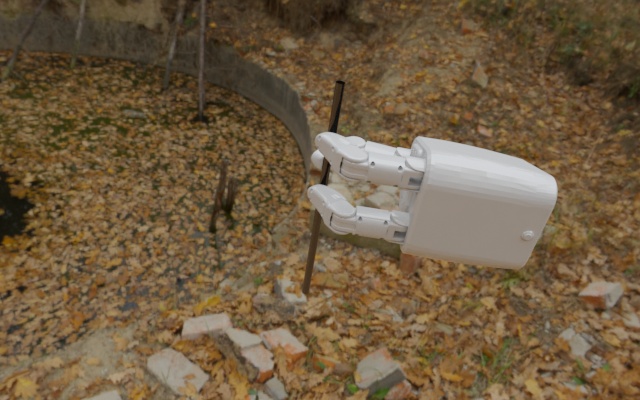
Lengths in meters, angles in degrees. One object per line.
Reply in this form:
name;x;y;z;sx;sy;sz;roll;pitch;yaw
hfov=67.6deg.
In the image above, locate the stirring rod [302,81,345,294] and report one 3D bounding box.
stirring rod;0.000;0.002;0.461;0.011;0.240;0.011;7;33;-4
